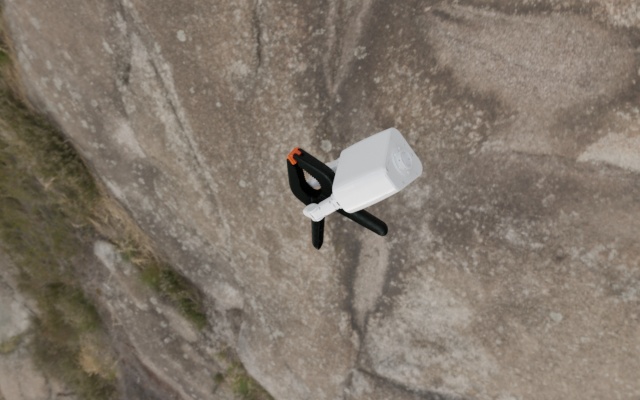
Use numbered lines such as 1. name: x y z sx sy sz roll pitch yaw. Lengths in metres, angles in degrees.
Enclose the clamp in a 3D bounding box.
1. clamp: 0.000 0.003 0.844 0.164 0.210 0.036 -25 21 40
